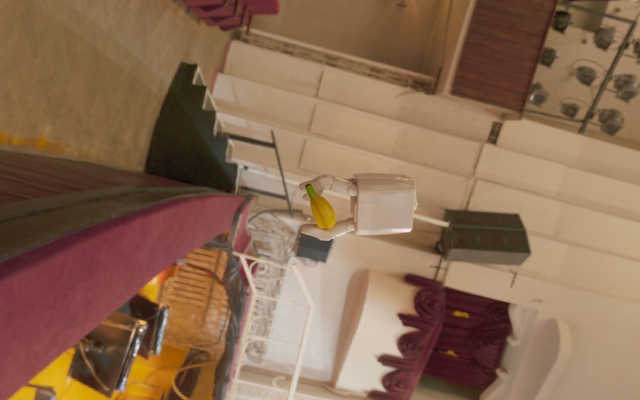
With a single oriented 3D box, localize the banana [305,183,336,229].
[{"bbox_3d":[0.005,0.020,0.861,0.037,0.069,0.198,-16,-12,0],"label":"banana"}]
